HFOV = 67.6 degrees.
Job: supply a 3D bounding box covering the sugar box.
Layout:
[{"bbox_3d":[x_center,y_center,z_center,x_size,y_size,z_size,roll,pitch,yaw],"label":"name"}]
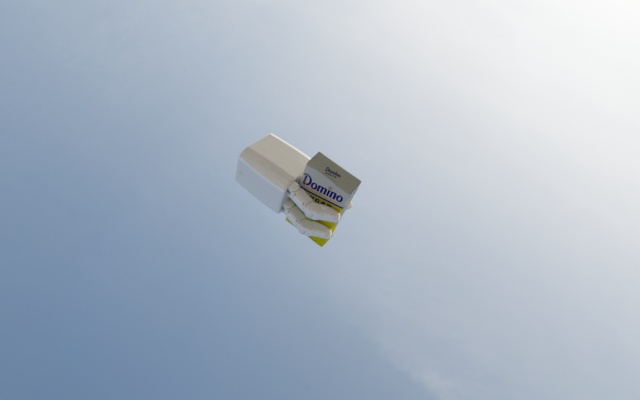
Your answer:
[{"bbox_3d":[0.000,0.003,0.857,0.093,0.048,0.176,35,-36,9],"label":"sugar box"}]
